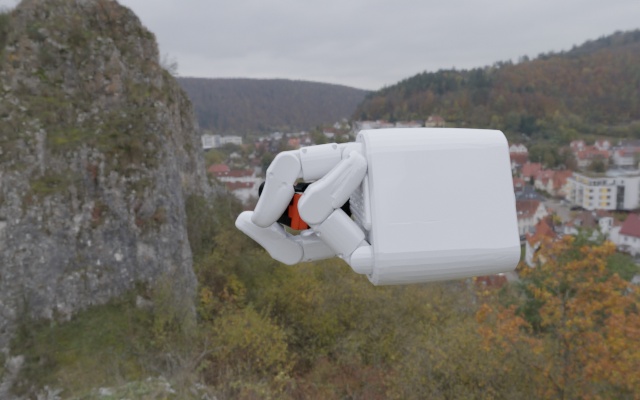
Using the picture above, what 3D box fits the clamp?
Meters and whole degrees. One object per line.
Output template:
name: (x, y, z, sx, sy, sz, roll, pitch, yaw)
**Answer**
clamp: (0.000, 0.001, 0.443, 0.120, 0.039, 0.171, -2, 9, -5)
